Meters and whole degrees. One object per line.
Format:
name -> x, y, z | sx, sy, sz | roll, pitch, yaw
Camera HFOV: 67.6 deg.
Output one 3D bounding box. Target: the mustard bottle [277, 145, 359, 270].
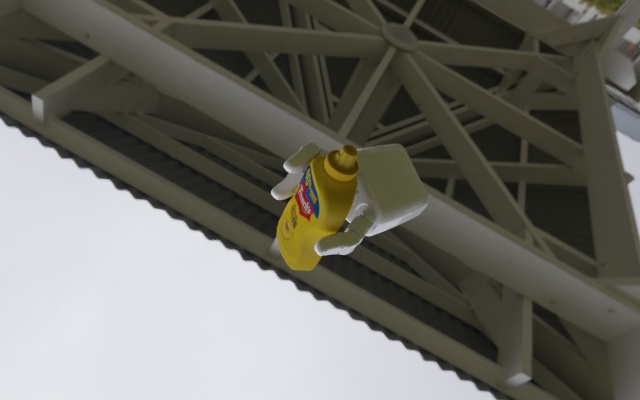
mustard bottle -> 0.000, 0.002, 0.611 | 0.058, 0.096, 0.192 | 7, -42, -23
